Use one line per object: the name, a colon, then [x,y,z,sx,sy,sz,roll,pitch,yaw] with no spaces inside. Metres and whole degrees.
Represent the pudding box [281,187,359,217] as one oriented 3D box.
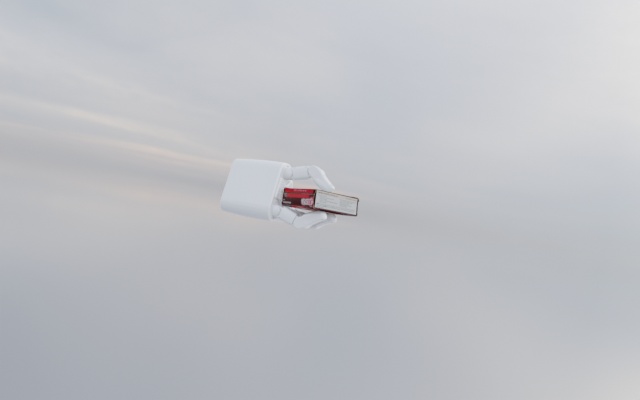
pudding box: [0.000,0.003,0.867,0.113,0.039,0.090,9,-2,-42]
